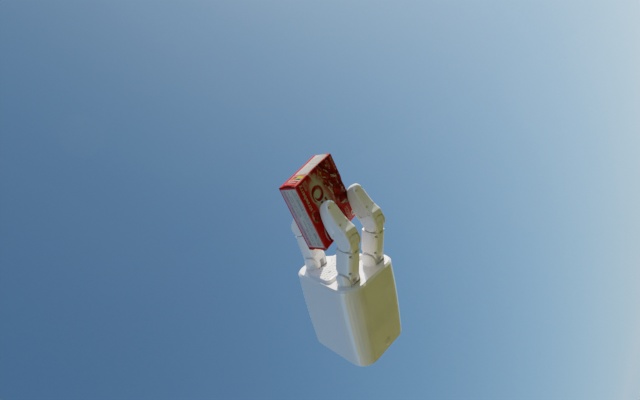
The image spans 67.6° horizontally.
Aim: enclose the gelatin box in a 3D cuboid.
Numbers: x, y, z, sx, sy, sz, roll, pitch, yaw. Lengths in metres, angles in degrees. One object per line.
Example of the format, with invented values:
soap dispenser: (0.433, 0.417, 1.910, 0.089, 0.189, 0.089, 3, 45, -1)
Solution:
gelatin box: (0.000, 0.002, 0.552, 0.030, 0.089, 0.073, -3, 32, 42)
